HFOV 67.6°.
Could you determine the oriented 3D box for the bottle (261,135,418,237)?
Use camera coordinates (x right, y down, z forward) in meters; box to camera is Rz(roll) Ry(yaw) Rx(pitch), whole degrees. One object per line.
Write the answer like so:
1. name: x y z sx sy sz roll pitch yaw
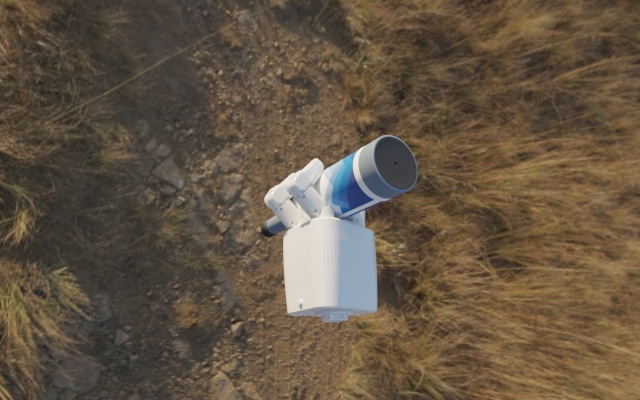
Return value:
1. bottle: 0.000 0.002 0.633 0.069 0.069 0.296 0 -17 -36
